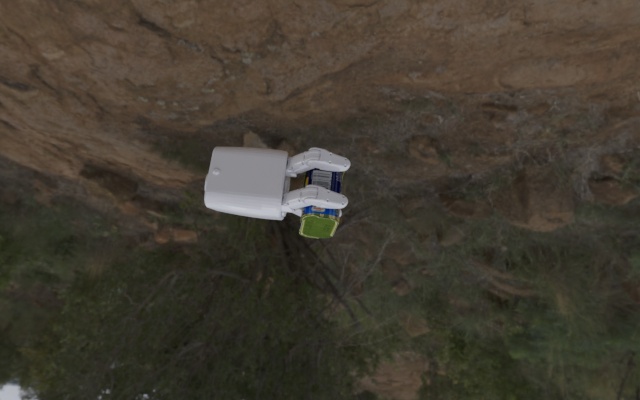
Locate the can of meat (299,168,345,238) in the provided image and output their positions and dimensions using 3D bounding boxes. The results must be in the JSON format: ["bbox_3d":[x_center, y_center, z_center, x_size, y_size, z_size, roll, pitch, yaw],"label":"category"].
[{"bbox_3d":[0.000,0.003,0.700,0.057,0.084,0.102,7,-22,-3],"label":"can of meat"}]
